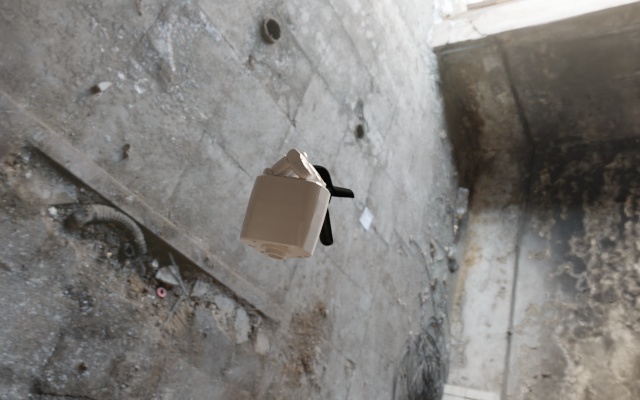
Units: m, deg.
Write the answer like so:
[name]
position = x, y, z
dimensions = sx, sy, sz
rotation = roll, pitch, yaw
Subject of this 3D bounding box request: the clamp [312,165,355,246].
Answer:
[clamp]
position = 0.001, 0.003, 0.839
dimensions = 0.039, 0.120, 0.171
rotation = 1, -25, 36
